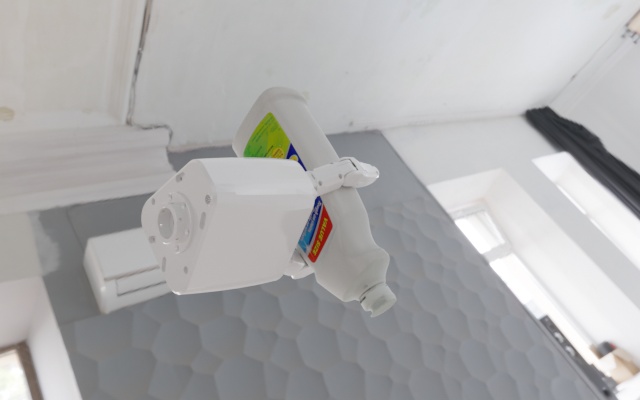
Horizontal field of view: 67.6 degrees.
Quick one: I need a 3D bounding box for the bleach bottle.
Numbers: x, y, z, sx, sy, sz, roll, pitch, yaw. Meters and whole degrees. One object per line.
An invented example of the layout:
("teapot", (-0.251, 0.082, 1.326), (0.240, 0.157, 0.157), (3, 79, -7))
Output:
("bleach bottle", (0.000, 0.002, 0.493), (0.068, 0.250, 0.103), (-1, -41, -49))
